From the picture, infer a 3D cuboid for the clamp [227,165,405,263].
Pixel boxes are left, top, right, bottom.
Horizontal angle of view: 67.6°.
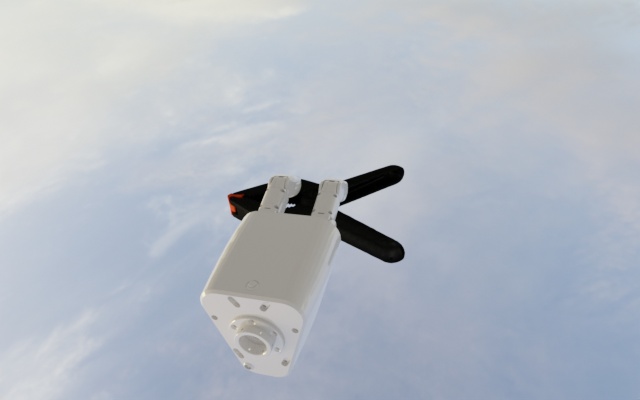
[{"bbox_3d":[0.000,0.003,0.551,0.210,0.036,0.164,5,35,14],"label":"clamp"}]
